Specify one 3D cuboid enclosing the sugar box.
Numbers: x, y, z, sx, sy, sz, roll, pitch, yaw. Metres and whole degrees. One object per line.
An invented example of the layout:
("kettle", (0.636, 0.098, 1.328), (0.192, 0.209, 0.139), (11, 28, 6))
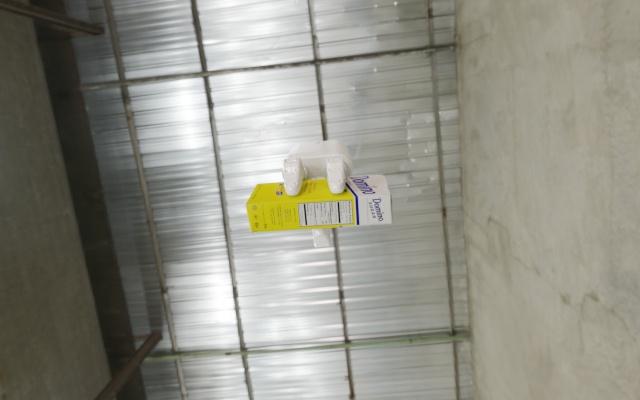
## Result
("sugar box", (0.000, 0.001, 0.613), (0.176, 0.048, 0.093), (-7, 19, 3))
